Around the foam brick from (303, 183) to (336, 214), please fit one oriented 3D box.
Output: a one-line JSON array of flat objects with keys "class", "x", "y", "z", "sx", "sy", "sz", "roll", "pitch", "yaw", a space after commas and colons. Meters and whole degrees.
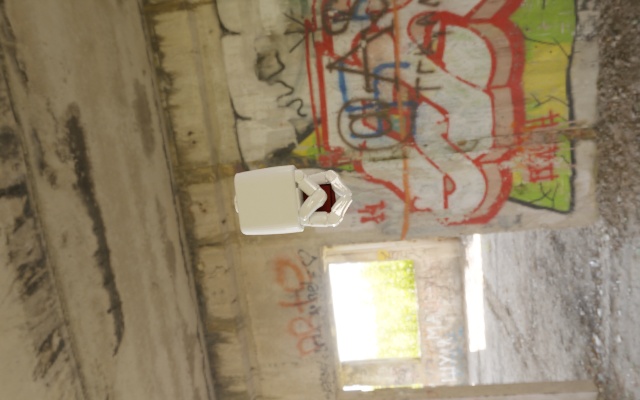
[{"class": "foam brick", "x": 0.000, "y": 0.003, "z": 0.872, "sx": 0.051, "sy": 0.053, "sz": 0.078, "roll": -6, "pitch": -11, "yaw": 7}]
